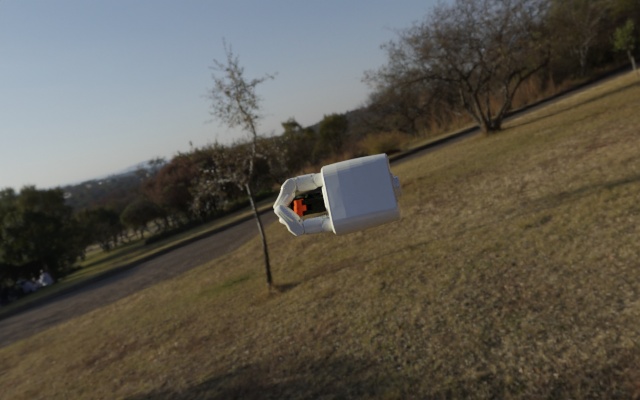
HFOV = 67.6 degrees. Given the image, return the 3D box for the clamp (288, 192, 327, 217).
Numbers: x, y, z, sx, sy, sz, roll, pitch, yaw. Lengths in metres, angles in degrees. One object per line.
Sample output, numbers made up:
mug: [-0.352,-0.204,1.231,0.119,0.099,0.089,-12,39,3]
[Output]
clamp: [0.000,0.002,0.845,0.120,0.039,0.171,-12,6,11]
